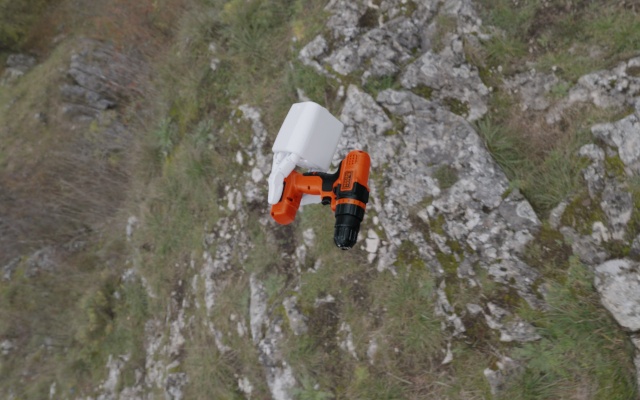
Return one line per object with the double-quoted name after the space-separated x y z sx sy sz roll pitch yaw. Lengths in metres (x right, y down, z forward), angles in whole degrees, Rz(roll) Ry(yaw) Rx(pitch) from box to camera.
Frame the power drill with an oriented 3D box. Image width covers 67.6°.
0.000 0.003 0.872 0.187 0.184 0.057 -4 -27 33 "power drill"
